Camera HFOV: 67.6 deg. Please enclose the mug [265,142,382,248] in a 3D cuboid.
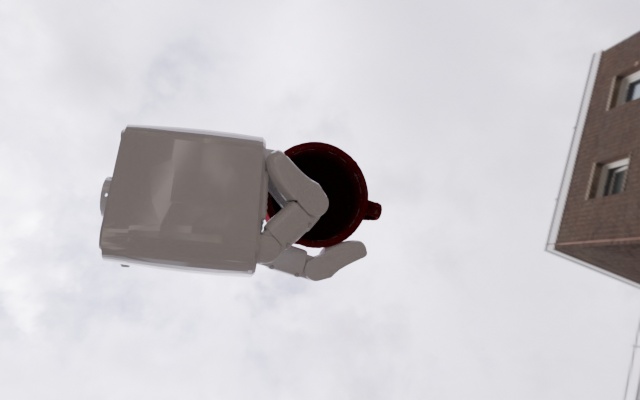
[{"bbox_3d":[0.001,0.002,0.453,0.117,0.093,0.081,9,-9,-12],"label":"mug"}]
